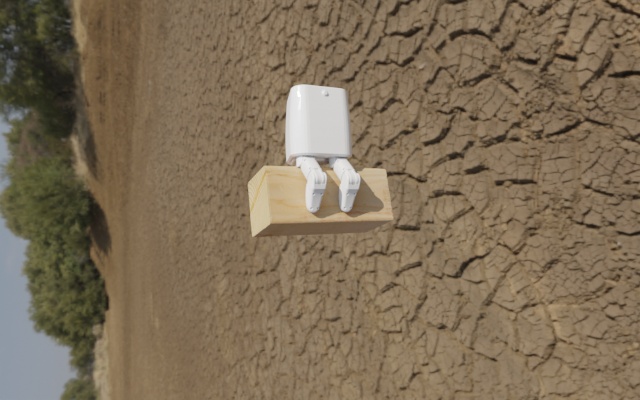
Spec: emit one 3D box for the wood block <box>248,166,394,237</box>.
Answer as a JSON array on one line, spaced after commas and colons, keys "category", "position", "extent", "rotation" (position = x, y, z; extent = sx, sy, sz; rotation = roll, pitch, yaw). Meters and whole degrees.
[{"category": "wood block", "position": [0.000, 0.002, 0.755], "extent": [0.206, 0.090, 0.091], "rotation": [0, -15, -26]}]
